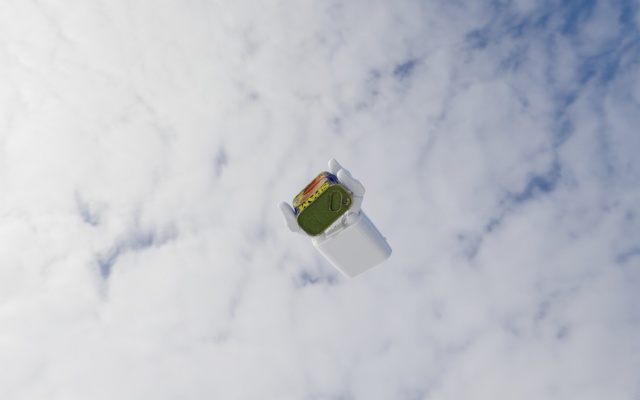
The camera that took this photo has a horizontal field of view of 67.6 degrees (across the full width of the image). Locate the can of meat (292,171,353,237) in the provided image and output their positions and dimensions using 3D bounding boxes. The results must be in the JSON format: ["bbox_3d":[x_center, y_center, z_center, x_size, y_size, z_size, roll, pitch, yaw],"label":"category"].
[{"bbox_3d":[0.000,0.003,0.850,0.057,0.102,0.084,45,7,-23],"label":"can of meat"}]
